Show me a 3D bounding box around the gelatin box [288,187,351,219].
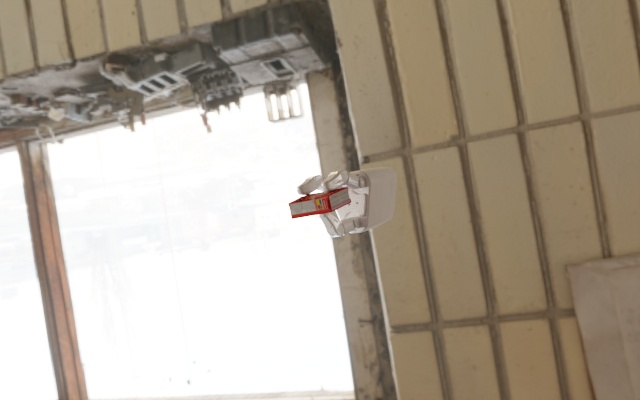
[{"bbox_3d":[0.000,0.003,0.781,0.073,0.030,0.089,-10,7,26],"label":"gelatin box"}]
